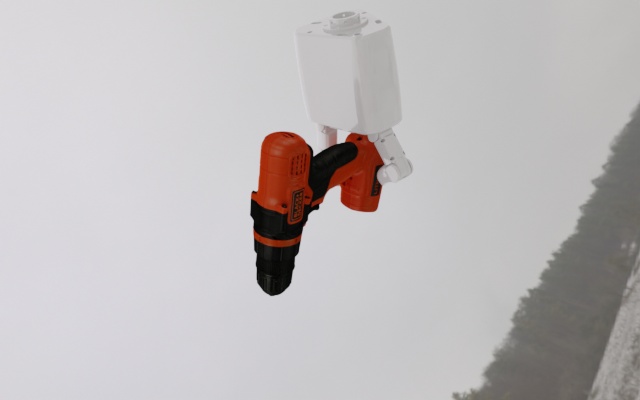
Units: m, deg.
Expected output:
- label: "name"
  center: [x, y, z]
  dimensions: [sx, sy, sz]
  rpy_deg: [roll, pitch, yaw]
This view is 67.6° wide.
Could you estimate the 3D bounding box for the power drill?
- label: "power drill"
  center: [0.000, 0.001, 0.543]
  dimensions: [0.057, 0.184, 0.187]
  rpy_deg: [25, 31, 31]
